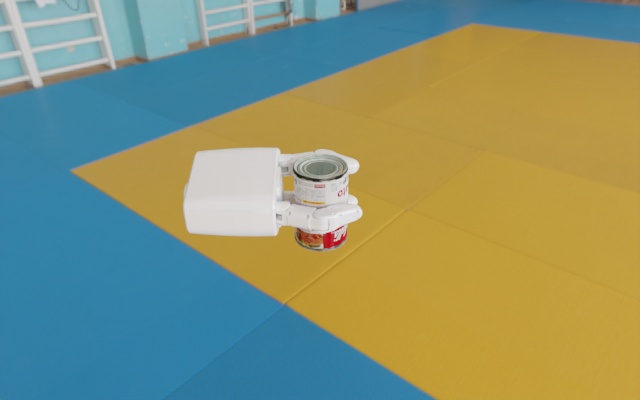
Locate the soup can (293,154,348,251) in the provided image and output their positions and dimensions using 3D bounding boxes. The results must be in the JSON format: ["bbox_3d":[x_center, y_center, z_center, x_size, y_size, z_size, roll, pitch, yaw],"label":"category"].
[{"bbox_3d":[0.001,0.002,0.589,0.068,0.102,0.068,0,31,0],"label":"soup can"}]
